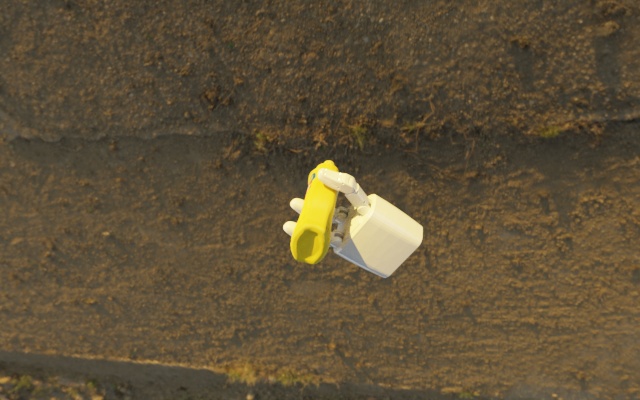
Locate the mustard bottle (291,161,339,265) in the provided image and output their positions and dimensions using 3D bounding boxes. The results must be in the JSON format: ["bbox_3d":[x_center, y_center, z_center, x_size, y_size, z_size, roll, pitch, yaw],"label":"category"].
[{"bbox_3d":[0.000,0.003,0.776,0.058,0.191,0.096,13,-44,1],"label":"mustard bottle"}]
